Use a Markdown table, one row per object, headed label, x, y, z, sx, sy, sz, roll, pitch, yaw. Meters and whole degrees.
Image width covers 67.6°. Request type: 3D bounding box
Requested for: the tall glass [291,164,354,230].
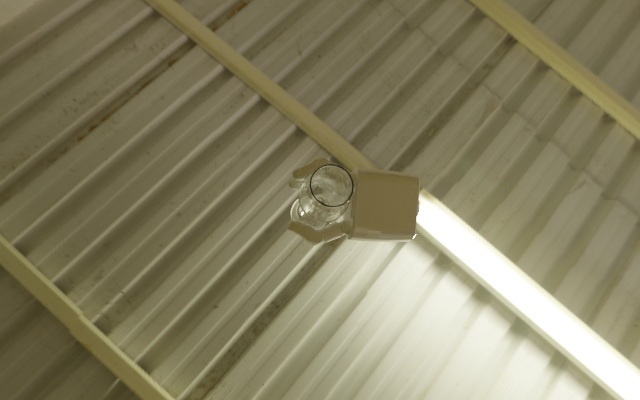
| label | x | y | z | sx | sy | sz | roll | pitch | yaw |
| --- | --- | --- | --- | --- | --- | --- | --- | --- | --- |
| tall glass | 0.000 | 0.003 | 0.750 | 0.079 | 0.079 | 0.201 | 0 | -13 | -9 |
